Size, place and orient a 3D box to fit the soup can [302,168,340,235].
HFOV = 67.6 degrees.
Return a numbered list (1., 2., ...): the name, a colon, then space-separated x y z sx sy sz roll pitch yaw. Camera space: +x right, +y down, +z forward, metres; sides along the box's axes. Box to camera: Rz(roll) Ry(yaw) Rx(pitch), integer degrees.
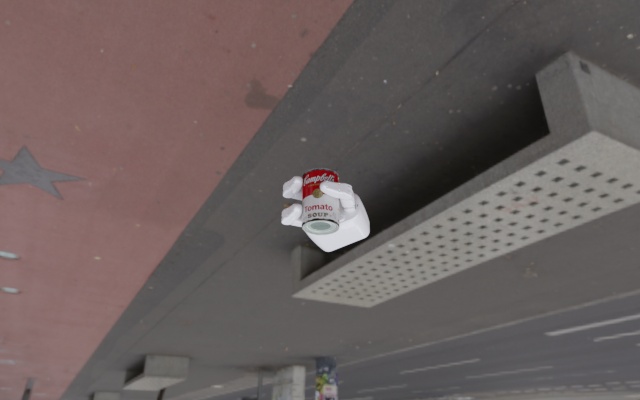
1. soup can: 0.000 0.003 0.849 0.068 0.102 0.068 0 -27 0
